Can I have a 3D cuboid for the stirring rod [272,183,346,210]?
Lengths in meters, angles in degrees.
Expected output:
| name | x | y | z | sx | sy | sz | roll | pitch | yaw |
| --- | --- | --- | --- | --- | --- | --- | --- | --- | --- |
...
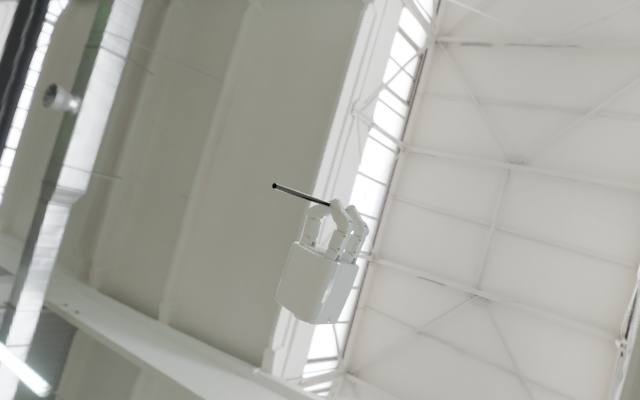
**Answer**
| name | x | y | z | sx | sy | sz | roll | pitch | yaw |
| --- | --- | --- | --- | --- | --- | --- | --- | --- | --- |
| stirring rod | 0.000 | 0.002 | 0.743 | 0.011 | 0.011 | 0.239 | 0 | -11 | 32 |
